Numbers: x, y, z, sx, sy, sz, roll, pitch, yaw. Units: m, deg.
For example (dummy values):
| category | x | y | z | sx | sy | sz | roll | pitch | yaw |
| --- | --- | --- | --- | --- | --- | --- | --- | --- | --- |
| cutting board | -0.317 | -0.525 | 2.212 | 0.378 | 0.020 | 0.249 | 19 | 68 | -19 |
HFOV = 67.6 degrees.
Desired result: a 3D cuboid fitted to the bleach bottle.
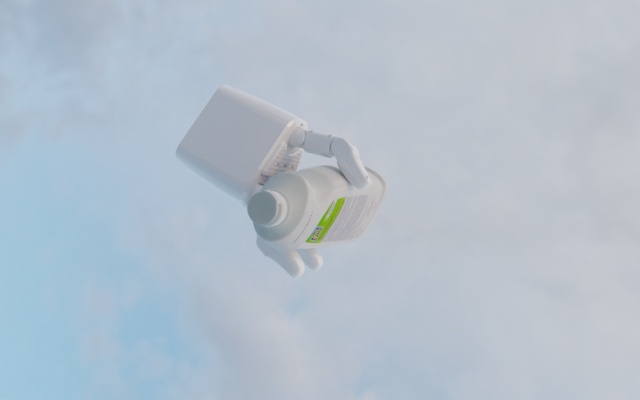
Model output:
| category | x | y | z | sx | sy | sz | roll | pitch | yaw |
| --- | --- | --- | --- | --- | --- | --- | --- | --- | --- |
| bleach bottle | 0.000 | 0.002 | 0.511 | 0.068 | 0.102 | 0.251 | 29 | 9 | 19 |
